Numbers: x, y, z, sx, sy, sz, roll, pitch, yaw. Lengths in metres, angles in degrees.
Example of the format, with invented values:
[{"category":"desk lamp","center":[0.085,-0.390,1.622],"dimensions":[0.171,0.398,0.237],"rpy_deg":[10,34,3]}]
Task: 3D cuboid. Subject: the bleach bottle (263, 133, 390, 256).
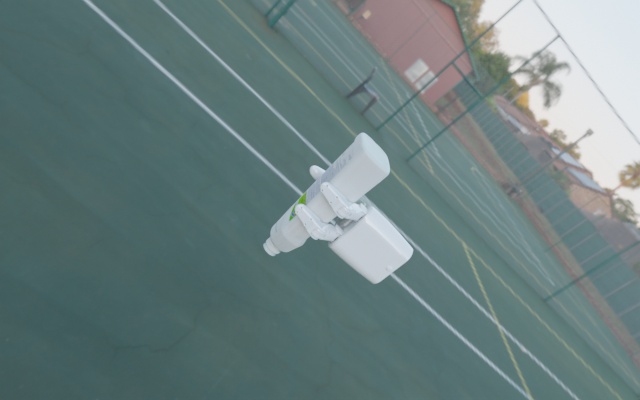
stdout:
[{"category":"bleach bottle","center":[0.000,0.003,0.789],"dimensions":[0.251,0.068,0.102],"rpy_deg":[-42,16,20]}]
